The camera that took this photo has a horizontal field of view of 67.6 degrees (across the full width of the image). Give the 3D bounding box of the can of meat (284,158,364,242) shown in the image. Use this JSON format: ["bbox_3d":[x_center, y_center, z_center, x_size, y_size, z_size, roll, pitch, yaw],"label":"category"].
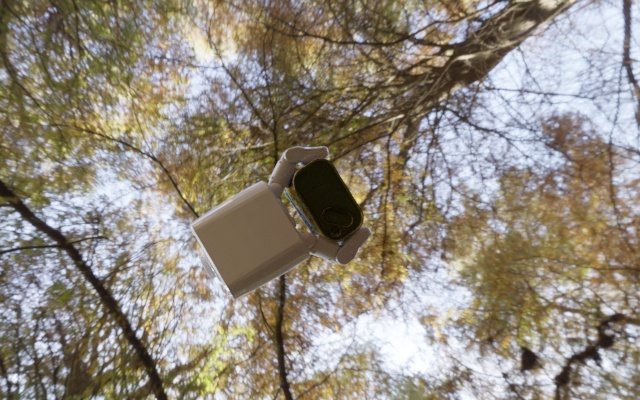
[{"bbox_3d":[0.000,0.002,0.617,0.057,0.102,0.084,-34,6,-14],"label":"can of meat"}]
